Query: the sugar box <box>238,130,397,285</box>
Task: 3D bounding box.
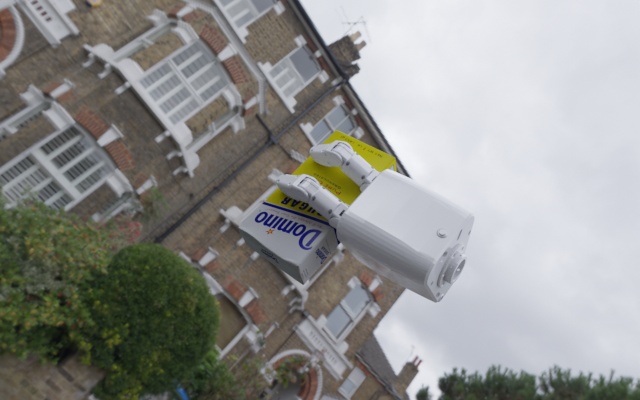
[{"bbox_3d":[0.000,0.001,0.550,0.093,0.176,0.048,29,-28,30],"label":"sugar box"}]
